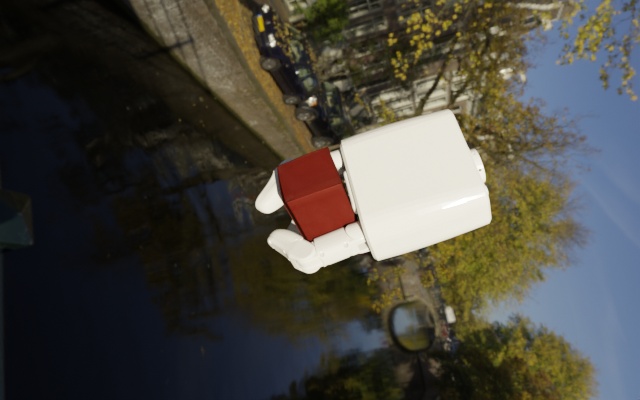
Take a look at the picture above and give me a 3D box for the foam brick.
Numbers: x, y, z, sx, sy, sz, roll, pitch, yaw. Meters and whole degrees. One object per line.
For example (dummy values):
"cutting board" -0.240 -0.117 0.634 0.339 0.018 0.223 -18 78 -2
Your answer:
"foam brick" 0.000 0.001 0.432 0.051 0.053 0.078 -21 -46 5
